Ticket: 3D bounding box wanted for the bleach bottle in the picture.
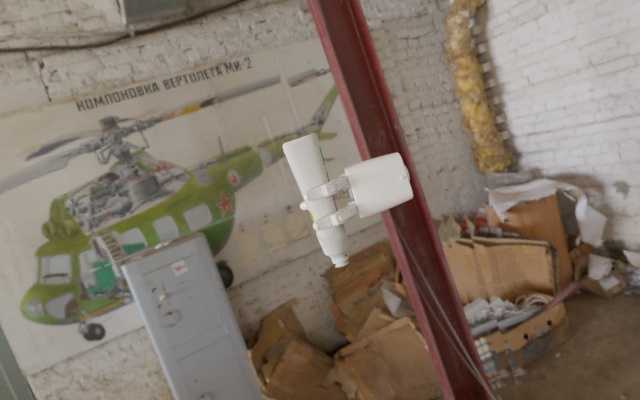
[{"bbox_3d":[0.000,0.003,0.899,0.068,0.251,0.102,-19,7,0],"label":"bleach bottle"}]
